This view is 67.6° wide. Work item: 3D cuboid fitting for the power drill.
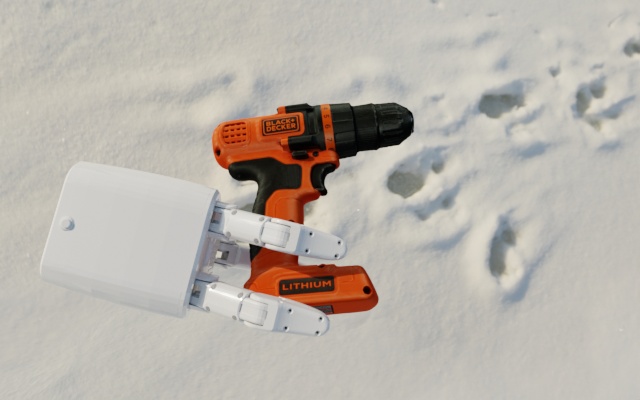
[{"bbox_3d":[0.000,0.002,0.411,0.184,0.187,0.057,-8,-25,4],"label":"power drill"}]
